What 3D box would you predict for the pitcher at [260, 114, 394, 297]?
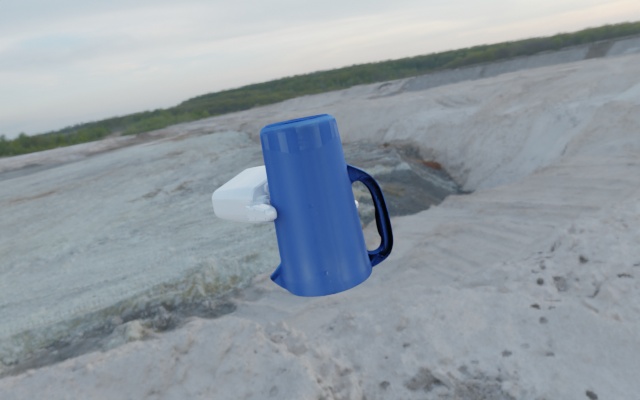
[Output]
[{"bbox_3d":[0.000,0.002,0.686,0.145,0.243,0.149,0,16,41],"label":"pitcher"}]
